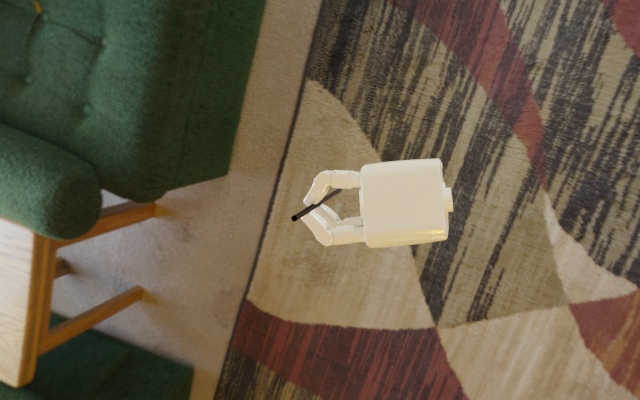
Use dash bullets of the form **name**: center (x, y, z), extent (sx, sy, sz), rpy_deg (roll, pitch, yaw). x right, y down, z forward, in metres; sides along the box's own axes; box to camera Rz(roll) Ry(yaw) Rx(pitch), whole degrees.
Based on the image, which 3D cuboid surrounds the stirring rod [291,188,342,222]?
- **stirring rod**: center (0.000, 0.002, 0.721), extent (0.011, 0.011, 0.239), rpy_deg (0, 10, 16)
